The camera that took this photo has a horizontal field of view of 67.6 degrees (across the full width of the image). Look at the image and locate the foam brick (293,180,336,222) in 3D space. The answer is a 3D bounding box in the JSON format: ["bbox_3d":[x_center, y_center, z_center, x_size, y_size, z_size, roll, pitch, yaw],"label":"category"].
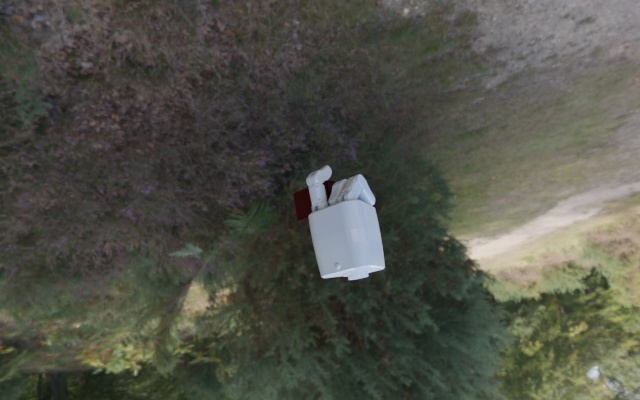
[{"bbox_3d":[0.000,0.003,0.826,0.078,0.051,0.053,-21,-17,37],"label":"foam brick"}]
